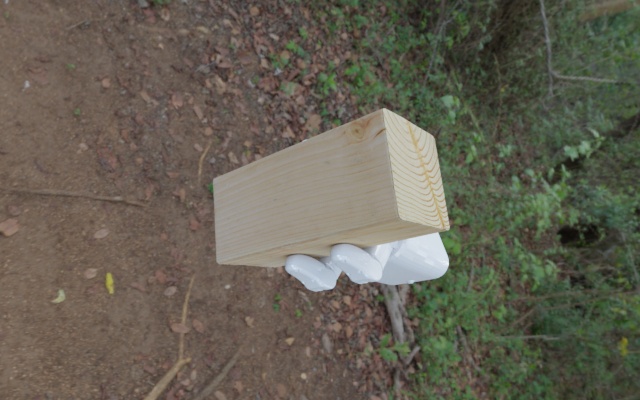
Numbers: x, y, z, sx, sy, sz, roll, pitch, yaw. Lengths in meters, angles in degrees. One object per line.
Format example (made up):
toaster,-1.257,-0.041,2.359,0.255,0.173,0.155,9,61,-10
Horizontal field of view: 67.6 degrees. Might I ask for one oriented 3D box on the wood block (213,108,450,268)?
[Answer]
wood block,0.000,0.001,0.448,0.206,0.090,0.090,-17,-19,36
